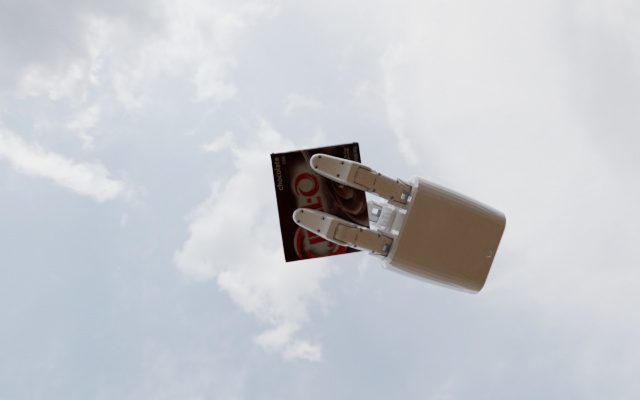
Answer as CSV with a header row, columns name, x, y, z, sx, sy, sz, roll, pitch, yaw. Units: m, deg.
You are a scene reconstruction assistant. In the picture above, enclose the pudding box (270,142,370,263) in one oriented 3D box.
name,x,y,z,sx,sy,sz,roll,pitch,yaw
pudding box,0.000,0.002,0.490,0.090,0.113,0.039,-8,4,-5
